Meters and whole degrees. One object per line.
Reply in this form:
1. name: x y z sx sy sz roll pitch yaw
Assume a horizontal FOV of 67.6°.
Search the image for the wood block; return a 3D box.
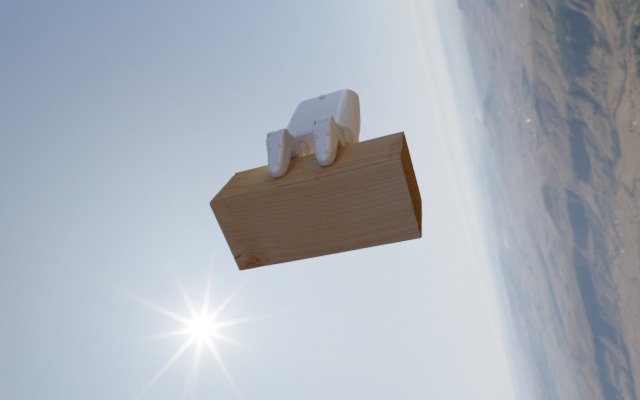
1. wood block: 0.000 0.002 0.526 0.206 0.091 0.090 -12 23 18
